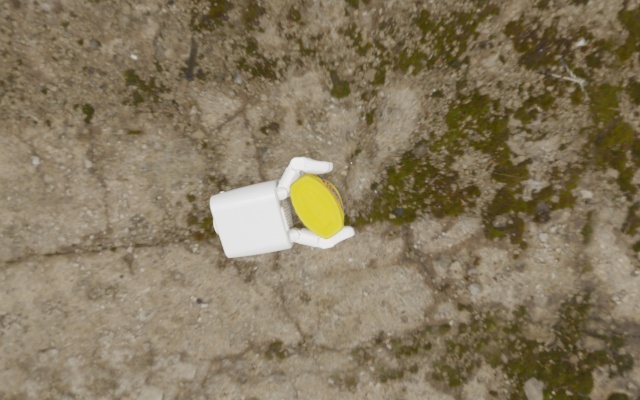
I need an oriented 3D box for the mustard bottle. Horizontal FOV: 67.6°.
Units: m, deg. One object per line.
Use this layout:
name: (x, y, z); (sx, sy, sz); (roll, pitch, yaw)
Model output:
mustard bottle: (0.000, 0.002, 0.759); (0.058, 0.096, 0.191); (-36, 1, 6)
